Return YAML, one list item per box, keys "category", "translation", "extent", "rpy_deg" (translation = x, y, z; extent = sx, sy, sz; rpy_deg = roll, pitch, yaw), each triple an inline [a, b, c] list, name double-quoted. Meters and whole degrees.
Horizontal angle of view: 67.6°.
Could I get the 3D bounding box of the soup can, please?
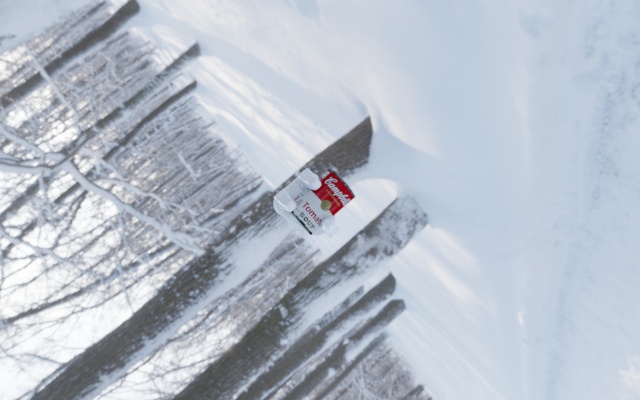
- category: "soup can"
  translation: [0.000, 0.003, 0.823]
  extent: [0.102, 0.068, 0.068]
  rpy_deg: [-41, 4, -5]
